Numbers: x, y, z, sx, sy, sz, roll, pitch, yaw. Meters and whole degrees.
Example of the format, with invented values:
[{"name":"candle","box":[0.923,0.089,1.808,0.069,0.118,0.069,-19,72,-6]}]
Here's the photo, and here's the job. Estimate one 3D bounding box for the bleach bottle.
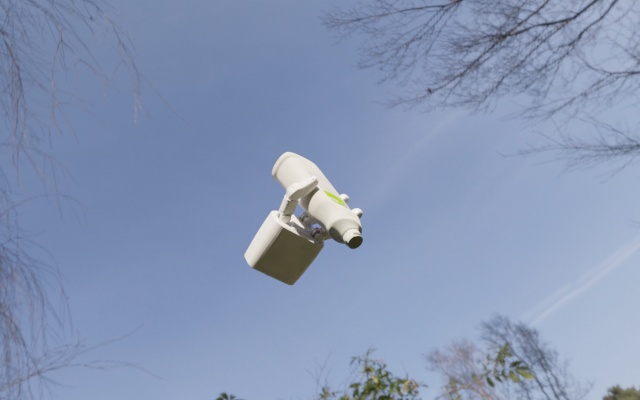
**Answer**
[{"name":"bleach bottle","box":[0.000,0.003,0.885,0.102,0.068,0.250,22,19,-38]}]
